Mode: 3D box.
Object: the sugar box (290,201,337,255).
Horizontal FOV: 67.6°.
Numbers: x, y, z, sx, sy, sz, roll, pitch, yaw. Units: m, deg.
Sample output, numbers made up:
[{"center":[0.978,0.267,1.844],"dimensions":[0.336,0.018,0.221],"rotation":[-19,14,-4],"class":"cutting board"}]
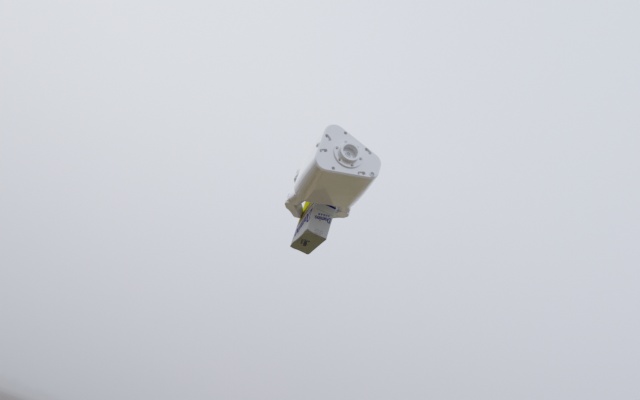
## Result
[{"center":[0.000,0.002,0.875],"dimensions":[0.048,0.176,0.093],"rotation":[27,-31,-10],"class":"sugar box"}]
